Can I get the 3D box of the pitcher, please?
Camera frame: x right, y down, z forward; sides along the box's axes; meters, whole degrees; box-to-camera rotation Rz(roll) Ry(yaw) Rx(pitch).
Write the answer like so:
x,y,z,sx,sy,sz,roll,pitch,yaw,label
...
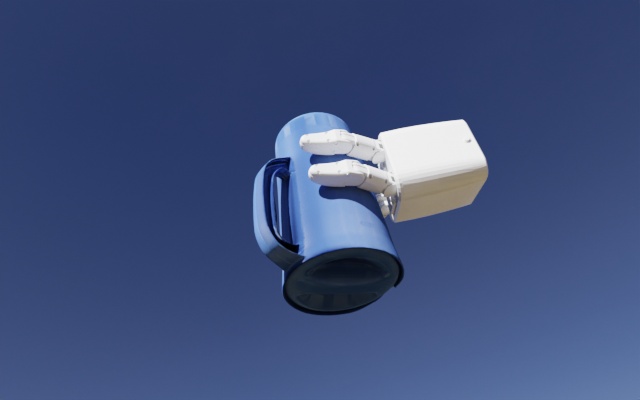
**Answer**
x,y,z,sx,sy,sz,roll,pitch,yaw,label
0.000,0.002,0.579,0.145,0.242,0.149,-11,-41,-1,pitcher
